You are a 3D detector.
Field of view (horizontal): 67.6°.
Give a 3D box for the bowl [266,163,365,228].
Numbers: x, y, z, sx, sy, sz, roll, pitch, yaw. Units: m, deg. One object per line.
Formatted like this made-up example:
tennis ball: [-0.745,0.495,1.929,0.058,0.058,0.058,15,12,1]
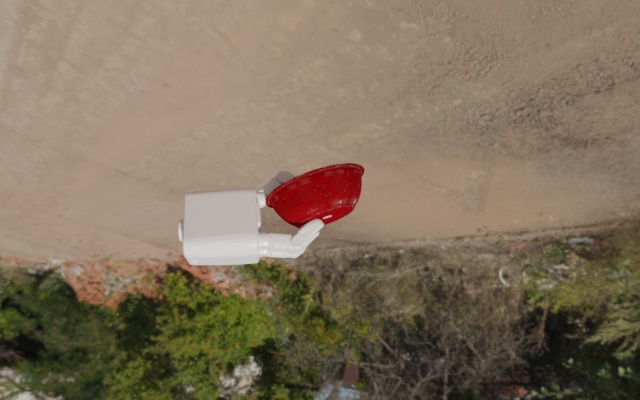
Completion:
bowl: [0.002,0.002,0.733,0.162,0.055,0.162,-19,-15,-5]
